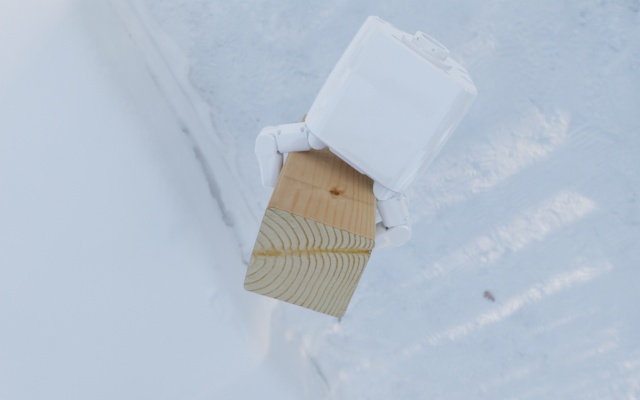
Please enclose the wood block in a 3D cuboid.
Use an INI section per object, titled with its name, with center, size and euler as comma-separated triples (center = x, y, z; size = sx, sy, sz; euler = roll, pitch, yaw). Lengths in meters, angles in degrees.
[wood block]
center = 0.000, 0.001, 0.470
size = 0.091, 0.090, 0.206
euler = 18, 31, -3
